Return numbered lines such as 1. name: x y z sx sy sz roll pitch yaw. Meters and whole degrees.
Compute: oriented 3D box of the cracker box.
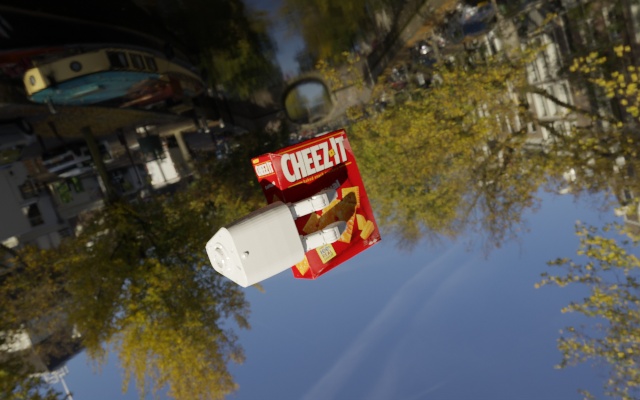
1. cracker box: 0.000 0.003 0.810 0.164 0.214 0.072 -24 9 -34
